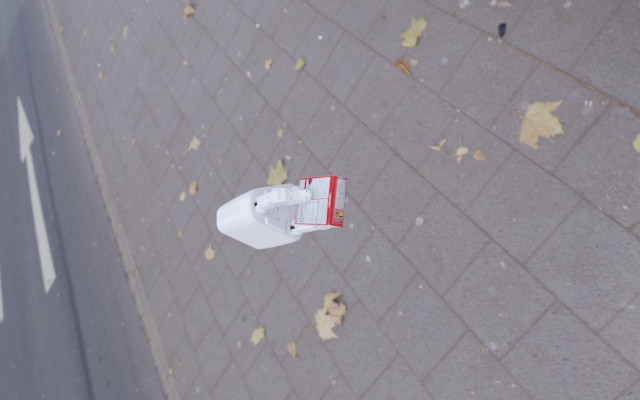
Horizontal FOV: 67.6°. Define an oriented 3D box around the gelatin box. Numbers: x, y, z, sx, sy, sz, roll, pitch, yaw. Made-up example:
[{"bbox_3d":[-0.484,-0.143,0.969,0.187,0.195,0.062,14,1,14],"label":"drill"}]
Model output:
[{"bbox_3d":[0.000,0.002,0.718,0.030,0.073,0.089,11,-8,-37],"label":"gelatin box"}]
